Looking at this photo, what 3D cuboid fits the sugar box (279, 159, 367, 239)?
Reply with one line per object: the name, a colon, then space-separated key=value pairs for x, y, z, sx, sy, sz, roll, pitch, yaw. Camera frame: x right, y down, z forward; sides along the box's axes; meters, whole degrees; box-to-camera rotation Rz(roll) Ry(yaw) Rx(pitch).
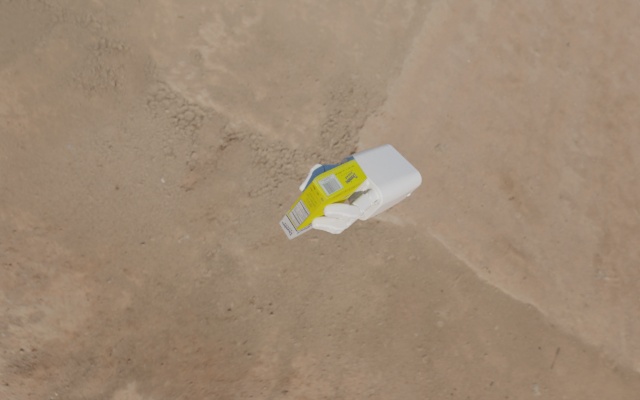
sugar box: x=0.001 y=0.003 z=0.822 sx=0.093 sy=0.048 sz=0.176 roll=-27 pitch=-15 yaw=-32
